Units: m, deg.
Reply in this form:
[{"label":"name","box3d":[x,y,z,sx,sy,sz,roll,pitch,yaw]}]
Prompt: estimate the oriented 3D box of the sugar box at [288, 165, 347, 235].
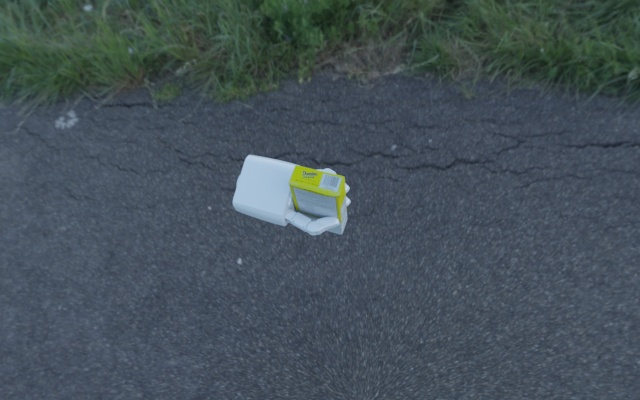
[{"label":"sugar box","box3d":[0.000,0.002,0.893,0.093,0.048,0.176,15,-21,11]}]
